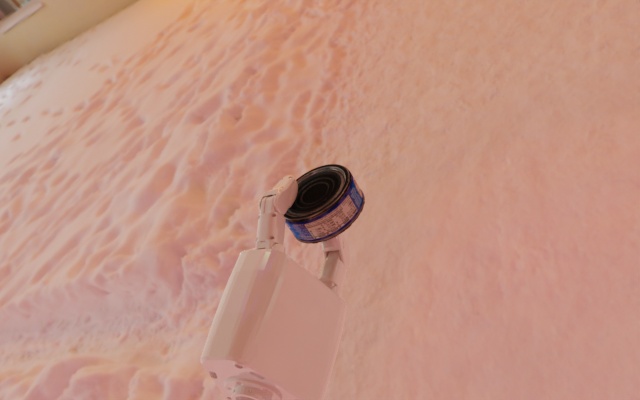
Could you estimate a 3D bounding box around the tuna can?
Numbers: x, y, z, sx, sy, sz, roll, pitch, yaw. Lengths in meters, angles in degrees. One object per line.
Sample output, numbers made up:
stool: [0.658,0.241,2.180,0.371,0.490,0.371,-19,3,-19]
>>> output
tuna can: [0.000,0.001,0.491,0.086,0.034,0.086,-23,34,16]
